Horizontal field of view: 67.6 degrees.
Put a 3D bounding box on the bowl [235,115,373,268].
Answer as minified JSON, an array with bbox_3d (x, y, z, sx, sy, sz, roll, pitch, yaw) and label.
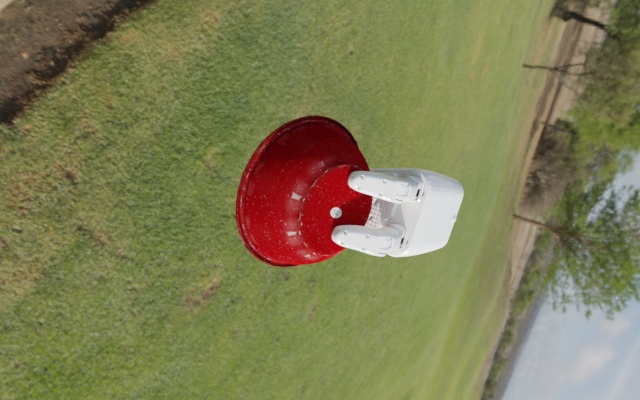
[{"bbox_3d":[-0.001,0.002,0.468,0.162,0.162,0.055,0,19,-41],"label":"bowl"}]
